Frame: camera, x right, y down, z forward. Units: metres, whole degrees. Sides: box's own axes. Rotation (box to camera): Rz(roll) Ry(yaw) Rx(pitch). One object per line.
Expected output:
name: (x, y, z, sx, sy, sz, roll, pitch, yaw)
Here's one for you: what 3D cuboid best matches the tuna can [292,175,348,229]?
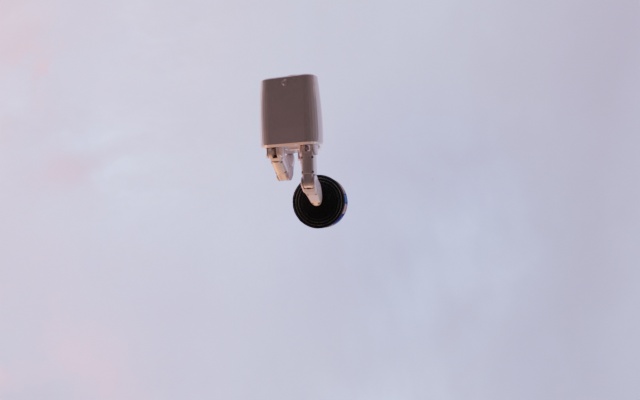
tuna can: (0.000, 0.003, 0.769, 0.086, 0.086, 0.034, 0, -3, 13)
